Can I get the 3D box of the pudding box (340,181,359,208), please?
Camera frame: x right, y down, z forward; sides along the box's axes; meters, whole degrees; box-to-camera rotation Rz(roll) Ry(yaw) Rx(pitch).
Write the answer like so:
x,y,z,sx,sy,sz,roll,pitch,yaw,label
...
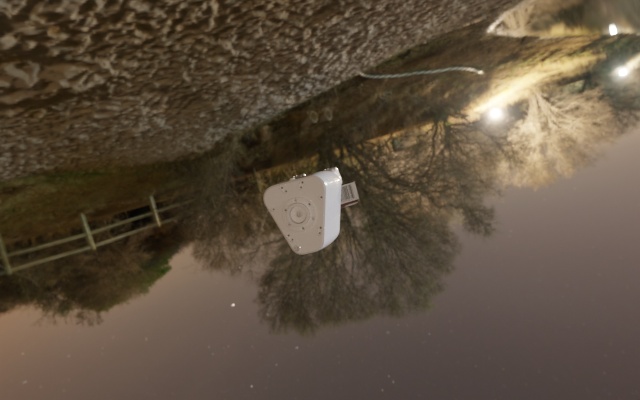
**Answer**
x,y,z,sx,sy,sz,roll,pitch,yaw,label
0.000,0.003,0.827,0.113,0.039,0.090,-14,-1,-16,pudding box
